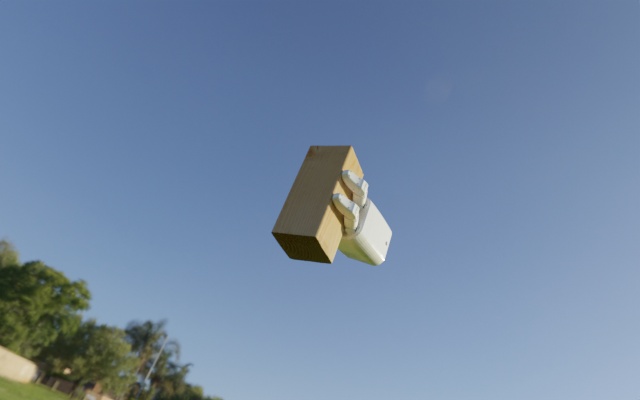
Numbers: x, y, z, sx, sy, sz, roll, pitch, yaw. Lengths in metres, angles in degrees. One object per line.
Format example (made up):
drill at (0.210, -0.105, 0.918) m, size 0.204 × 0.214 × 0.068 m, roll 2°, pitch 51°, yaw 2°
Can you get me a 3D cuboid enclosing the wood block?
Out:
wood block at (0.000, 0.003, 0.884) m, size 0.091 × 0.206 × 0.090 m, roll 3°, pitch -37°, yaw 27°
